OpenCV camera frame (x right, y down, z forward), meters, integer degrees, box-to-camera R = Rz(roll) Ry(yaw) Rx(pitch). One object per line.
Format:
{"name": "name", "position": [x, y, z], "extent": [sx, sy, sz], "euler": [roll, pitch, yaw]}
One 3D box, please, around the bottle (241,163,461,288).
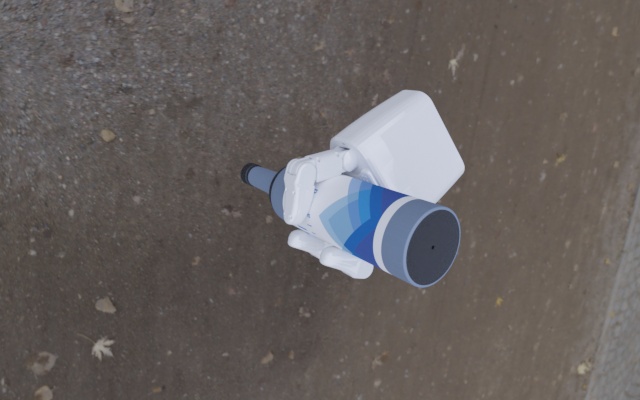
{"name": "bottle", "position": [0.000, 0.002, 0.483], "extent": [0.069, 0.069, 0.295], "euler": [0, 14, -38]}
